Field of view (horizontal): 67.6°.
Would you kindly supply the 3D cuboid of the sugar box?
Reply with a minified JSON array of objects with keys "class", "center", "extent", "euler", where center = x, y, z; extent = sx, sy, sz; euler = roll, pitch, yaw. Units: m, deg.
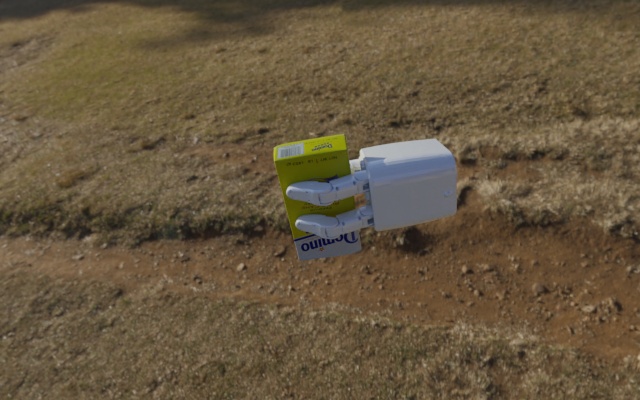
[{"class":"sugar box","center":[0.000,0.002,0.640],"extent":[0.093,0.176,0.048],"euler":[-9,36,4]}]
